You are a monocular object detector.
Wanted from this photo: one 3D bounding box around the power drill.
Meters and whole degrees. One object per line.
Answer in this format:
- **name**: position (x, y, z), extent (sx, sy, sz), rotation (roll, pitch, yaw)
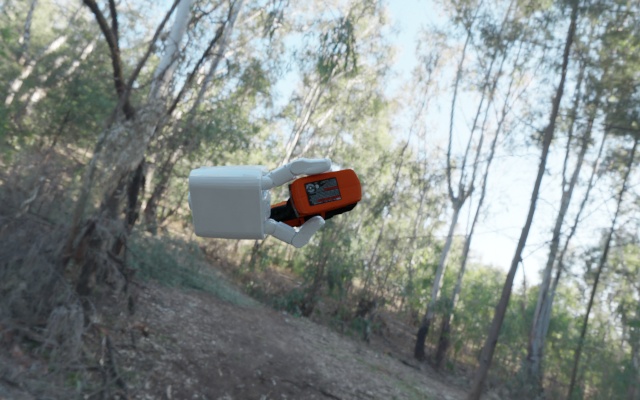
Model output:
- **power drill**: position (0.000, 0.002, 0.780), extent (0.184, 0.057, 0.188), rotation (-15, -9, -19)
